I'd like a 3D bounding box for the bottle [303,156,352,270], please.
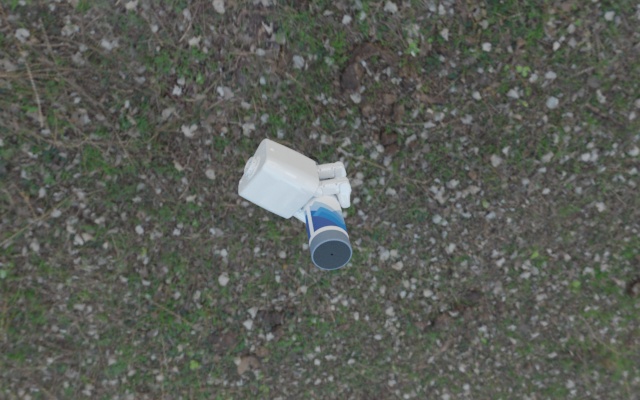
[{"bbox_3d":[0.000,0.003,0.886,0.069,0.069,0.295,0,35,-9],"label":"bottle"}]
